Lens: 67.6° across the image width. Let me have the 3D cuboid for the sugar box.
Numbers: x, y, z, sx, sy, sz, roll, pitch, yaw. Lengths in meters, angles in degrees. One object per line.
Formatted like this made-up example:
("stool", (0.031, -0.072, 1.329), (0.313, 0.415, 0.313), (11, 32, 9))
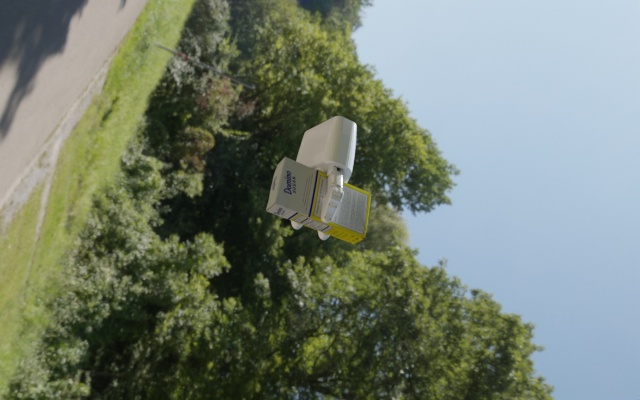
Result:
("sugar box", (0.000, 0.003, 0.823), (0.176, 0.093, 0.048), (22, -30, -20))
